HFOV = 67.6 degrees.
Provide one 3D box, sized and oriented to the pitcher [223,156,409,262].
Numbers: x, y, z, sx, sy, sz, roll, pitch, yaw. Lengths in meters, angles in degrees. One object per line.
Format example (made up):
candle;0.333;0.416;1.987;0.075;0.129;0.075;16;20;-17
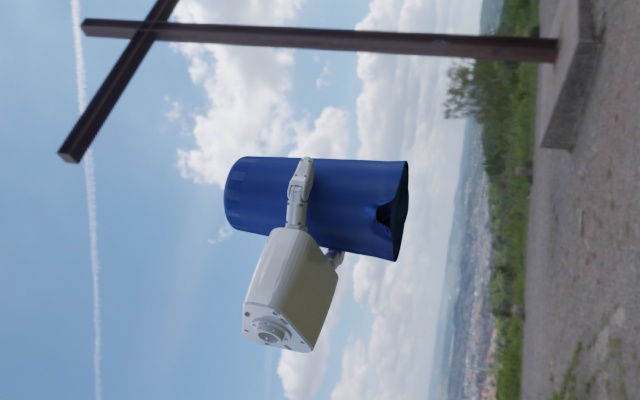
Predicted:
pitcher;0.000;0.002;0.664;0.243;0.145;0.149;7;-39;16
